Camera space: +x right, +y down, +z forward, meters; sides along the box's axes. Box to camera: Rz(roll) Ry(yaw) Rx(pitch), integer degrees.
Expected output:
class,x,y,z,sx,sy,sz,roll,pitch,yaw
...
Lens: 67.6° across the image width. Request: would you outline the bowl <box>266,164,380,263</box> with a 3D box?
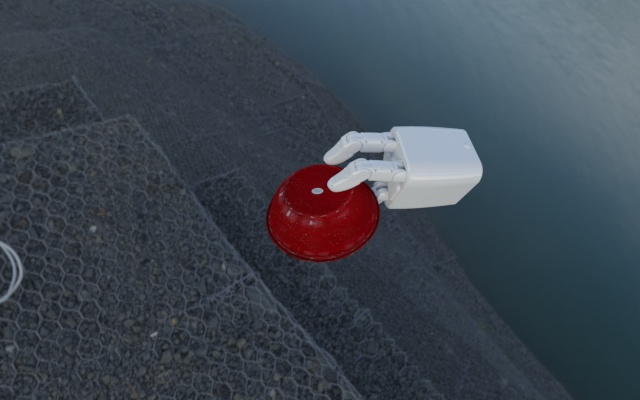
class,x,y,z,sx,sy,sz,roll,pitch,yaw
bowl,-0.001,0.002,0.650,0.162,0.162,0.055,0,-39,8
